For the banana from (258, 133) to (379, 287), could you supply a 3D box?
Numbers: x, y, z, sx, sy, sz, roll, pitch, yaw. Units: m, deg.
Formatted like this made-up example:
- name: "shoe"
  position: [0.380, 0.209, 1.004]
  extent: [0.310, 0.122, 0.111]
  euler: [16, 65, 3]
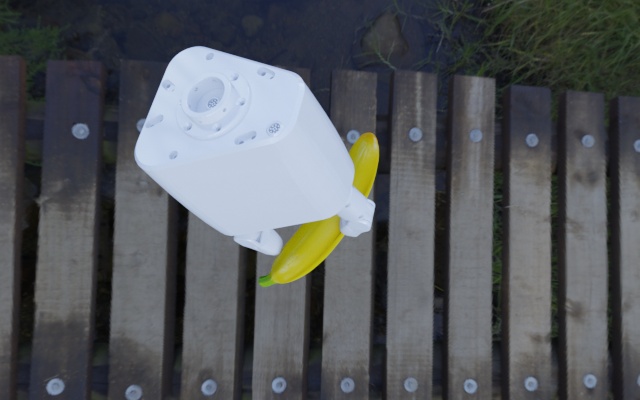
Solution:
- name: "banana"
  position: [0.008, 0.008, 0.470]
  extent: [0.037, 0.197, 0.069]
  euler: [45, -13, -33]
